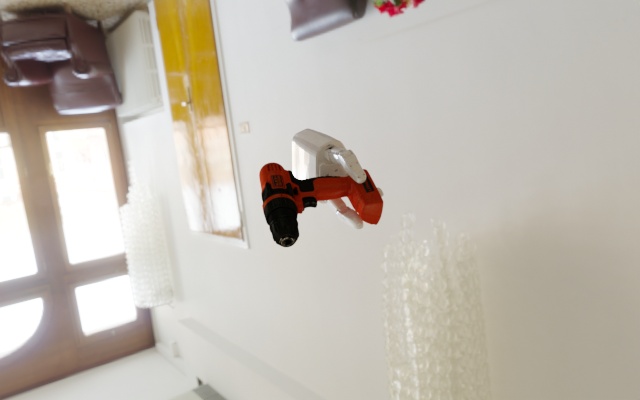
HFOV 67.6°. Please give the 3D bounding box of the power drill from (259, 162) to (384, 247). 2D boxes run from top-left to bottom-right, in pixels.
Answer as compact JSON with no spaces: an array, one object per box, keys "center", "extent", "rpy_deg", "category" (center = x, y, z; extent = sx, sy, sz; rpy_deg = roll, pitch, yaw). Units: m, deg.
[{"center":[0.000,0.002,0.760],"extent":[0.187,0.057,0.184],"rpy_deg":[0,39,-16],"category":"power drill"}]
